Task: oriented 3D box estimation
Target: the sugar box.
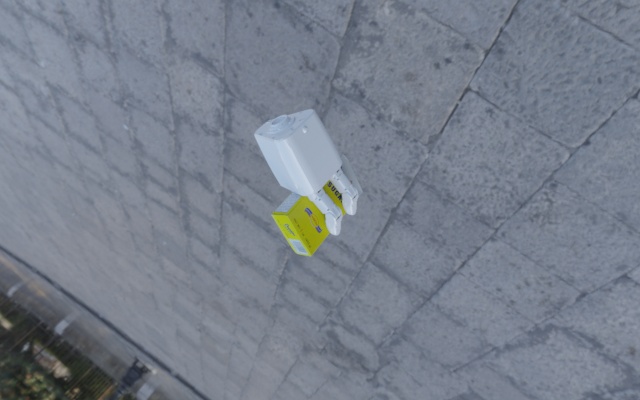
[{"bbox_3d":[0.000,0.003,0.826,0.048,0.093,0.176,5,43,44],"label":"sugar box"}]
